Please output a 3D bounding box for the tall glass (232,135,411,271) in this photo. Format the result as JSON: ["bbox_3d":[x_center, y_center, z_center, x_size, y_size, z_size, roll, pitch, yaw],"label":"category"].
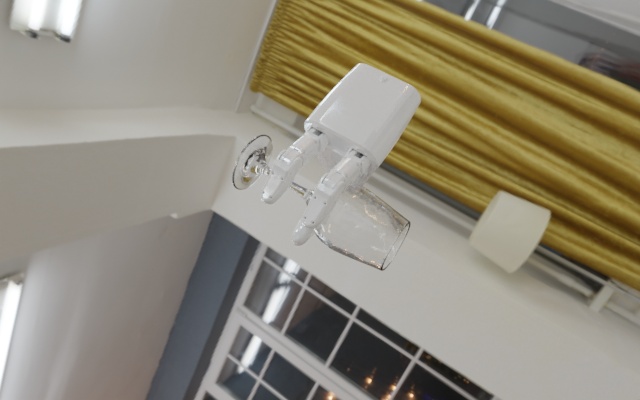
[{"bbox_3d":[-0.001,0.002,0.544,0.201,0.079,0.079,31,10,18],"label":"tall glass"}]
